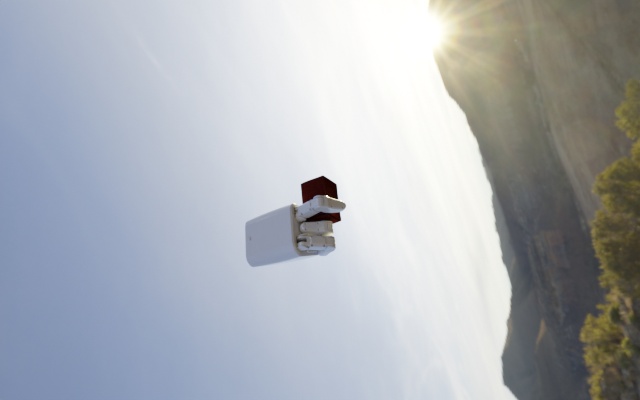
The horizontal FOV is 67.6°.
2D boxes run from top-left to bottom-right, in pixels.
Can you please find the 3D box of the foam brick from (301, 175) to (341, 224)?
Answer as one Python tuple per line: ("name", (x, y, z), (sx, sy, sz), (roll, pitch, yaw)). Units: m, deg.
("foam brick", (0.000, 0.003, 0.874), (0.051, 0.078, 0.053), (-19, -29, 26))
